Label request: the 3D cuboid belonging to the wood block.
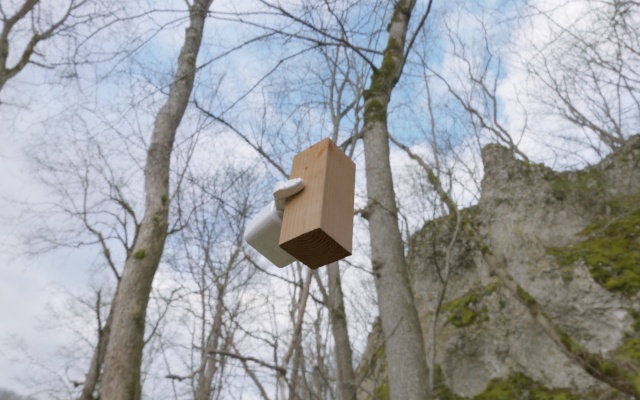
[{"bbox_3d":[0.000,0.003,0.838,0.090,0.206,0.091,-25,-49,32],"label":"wood block"}]
